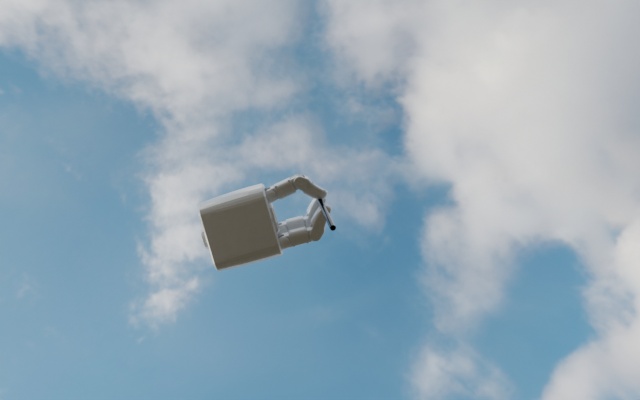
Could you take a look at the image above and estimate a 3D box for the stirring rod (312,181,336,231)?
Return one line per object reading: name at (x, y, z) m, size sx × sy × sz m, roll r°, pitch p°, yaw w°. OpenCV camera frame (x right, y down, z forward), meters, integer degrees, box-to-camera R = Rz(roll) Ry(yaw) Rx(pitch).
stirring rod at (0.000, 0.002, 0.747) m, size 0.011 × 0.011 × 0.239 m, roll 0°, pitch 16°, yaw -8°
